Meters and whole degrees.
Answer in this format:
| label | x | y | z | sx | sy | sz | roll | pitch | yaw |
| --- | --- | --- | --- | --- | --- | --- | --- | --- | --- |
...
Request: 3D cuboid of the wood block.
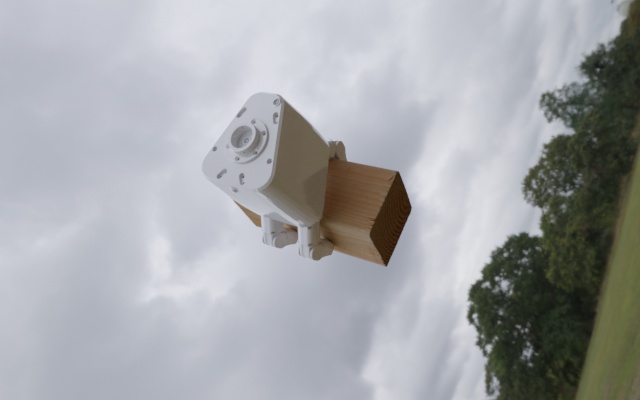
| label | x | y | z | sx | sy | sz | roll | pitch | yaw |
| --- | --- | --- | --- | --- | --- | --- | --- | --- | --- |
| wood block | 0.000 | 0.002 | 0.618 | 0.206 | 0.090 | 0.090 | 15 | -25 | 30 |
